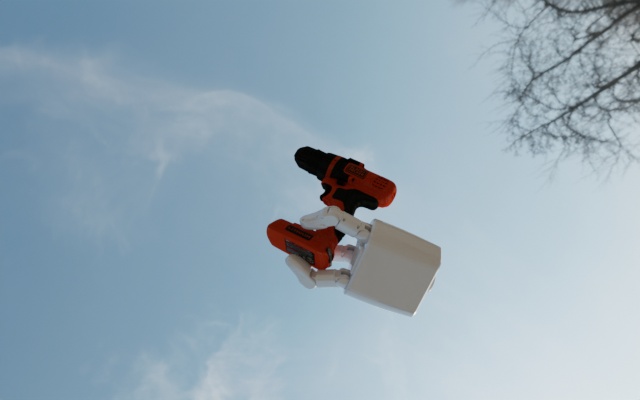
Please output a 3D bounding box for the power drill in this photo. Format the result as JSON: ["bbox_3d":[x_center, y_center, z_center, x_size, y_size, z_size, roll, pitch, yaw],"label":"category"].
[{"bbox_3d":[0.000,0.003,0.739,0.184,0.187,0.057,25,-32,22],"label":"power drill"}]
